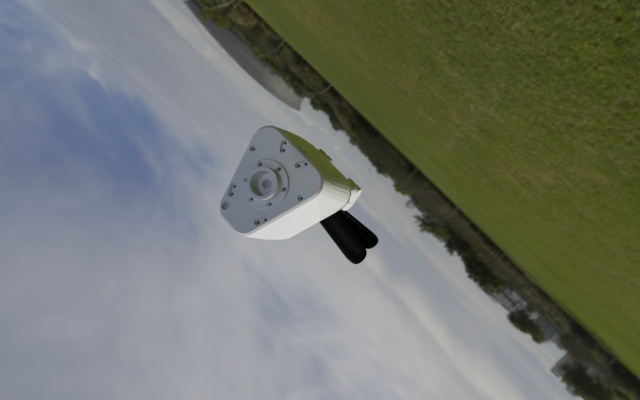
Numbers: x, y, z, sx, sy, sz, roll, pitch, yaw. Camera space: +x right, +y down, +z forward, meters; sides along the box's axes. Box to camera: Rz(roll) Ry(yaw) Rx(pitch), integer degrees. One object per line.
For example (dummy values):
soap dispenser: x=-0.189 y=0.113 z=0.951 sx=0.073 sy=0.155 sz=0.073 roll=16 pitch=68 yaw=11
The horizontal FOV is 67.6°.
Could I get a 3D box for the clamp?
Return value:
clamp: x=-0.001 y=0.002 z=0.653 sx=0.210 sy=0.036 sz=0.164 roll=46 pitch=9 yaw=14
